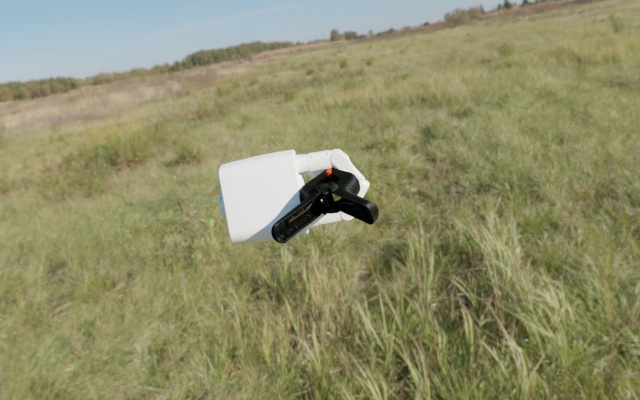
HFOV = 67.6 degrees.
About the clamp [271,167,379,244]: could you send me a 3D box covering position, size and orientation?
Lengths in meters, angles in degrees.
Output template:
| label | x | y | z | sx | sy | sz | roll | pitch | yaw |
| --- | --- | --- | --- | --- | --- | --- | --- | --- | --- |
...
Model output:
| label | x | y | z | sx | sy | sz | roll | pitch | yaw |
| --- | --- | --- | --- | --- | --- | --- | --- | --- | --- |
| clamp | 0.000 | 0.001 | 0.584 | 0.120 | 0.039 | 0.171 | -10 | 18 | 0 |
